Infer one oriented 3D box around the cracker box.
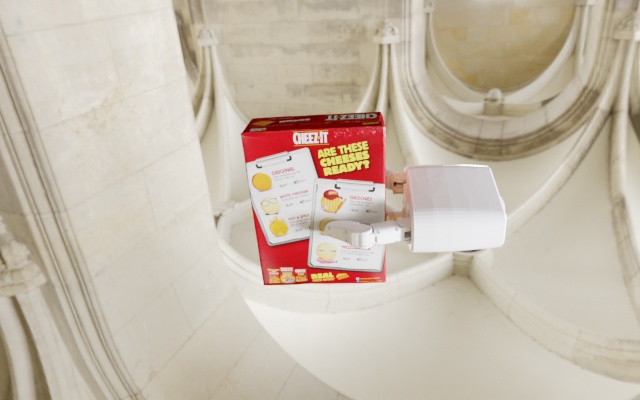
[{"bbox_3d":[0.000,0.002,0.602,0.164,0.214,0.072,-2,27,5],"label":"cracker box"}]
